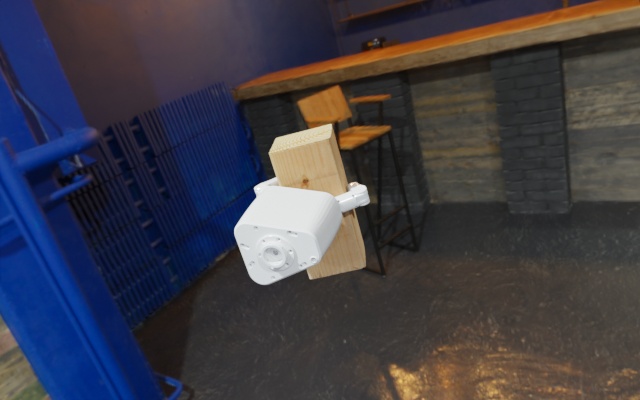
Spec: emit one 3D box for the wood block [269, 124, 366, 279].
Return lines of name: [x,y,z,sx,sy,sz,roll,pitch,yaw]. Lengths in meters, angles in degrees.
wood block: [0.000,0.002,0.723,0.091,0.206,0.090,-13,21,8]
